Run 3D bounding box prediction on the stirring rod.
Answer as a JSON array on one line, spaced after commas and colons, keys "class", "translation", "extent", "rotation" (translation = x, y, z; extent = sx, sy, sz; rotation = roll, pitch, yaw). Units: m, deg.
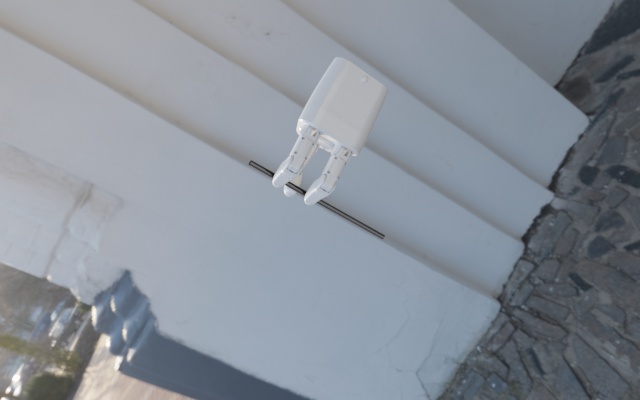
[{"class": "stirring rod", "translation": [0.000, 0.002, 0.707], "extent": [0.239, 0.011, 0.011], "rotation": [29, -11, -20]}]
